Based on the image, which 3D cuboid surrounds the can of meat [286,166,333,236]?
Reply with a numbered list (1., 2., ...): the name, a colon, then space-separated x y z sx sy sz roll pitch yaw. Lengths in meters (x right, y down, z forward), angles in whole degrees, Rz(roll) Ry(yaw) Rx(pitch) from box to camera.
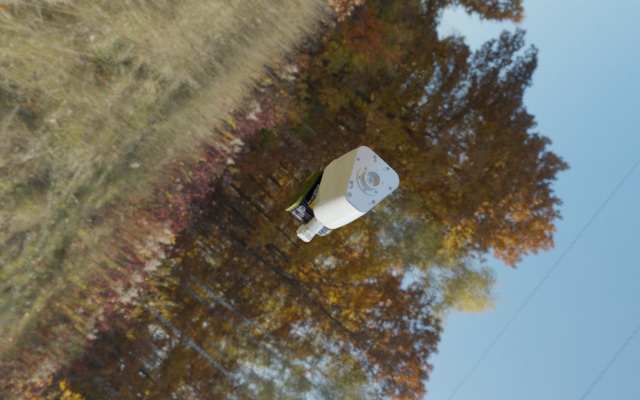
1. can of meat: 0.000 0.003 0.876 0.084 0.102 0.057 40 -33 -11
